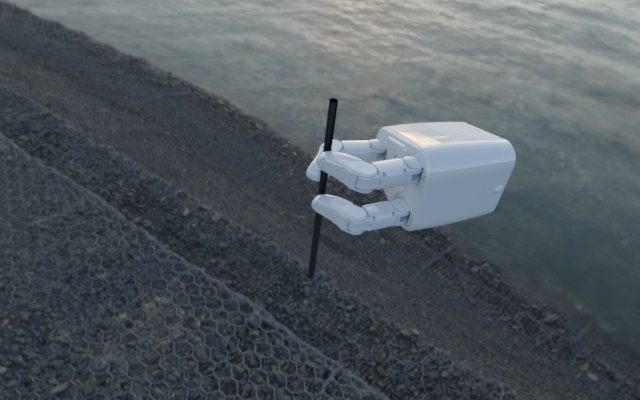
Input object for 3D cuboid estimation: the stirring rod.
[{"bbox_3d":[0.000,0.002,0.503,0.011,0.240,0.011,4,41,-4],"label":"stirring rod"}]
